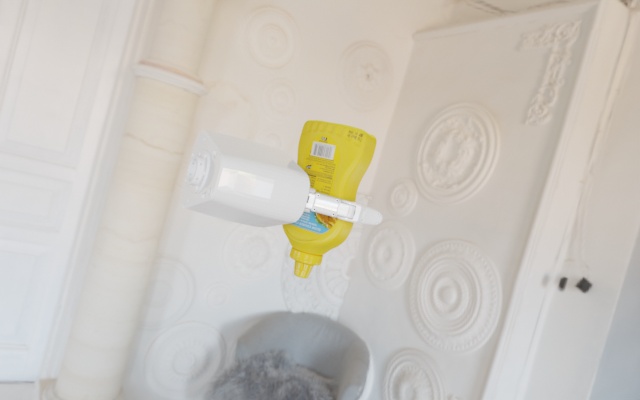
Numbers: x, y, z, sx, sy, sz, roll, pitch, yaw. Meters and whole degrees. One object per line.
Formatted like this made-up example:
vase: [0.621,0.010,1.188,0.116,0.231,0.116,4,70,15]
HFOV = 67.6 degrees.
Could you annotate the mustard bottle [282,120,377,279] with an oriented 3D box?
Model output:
mustard bottle: [0.000,0.002,0.588,0.096,0.191,0.058,16,2,32]
